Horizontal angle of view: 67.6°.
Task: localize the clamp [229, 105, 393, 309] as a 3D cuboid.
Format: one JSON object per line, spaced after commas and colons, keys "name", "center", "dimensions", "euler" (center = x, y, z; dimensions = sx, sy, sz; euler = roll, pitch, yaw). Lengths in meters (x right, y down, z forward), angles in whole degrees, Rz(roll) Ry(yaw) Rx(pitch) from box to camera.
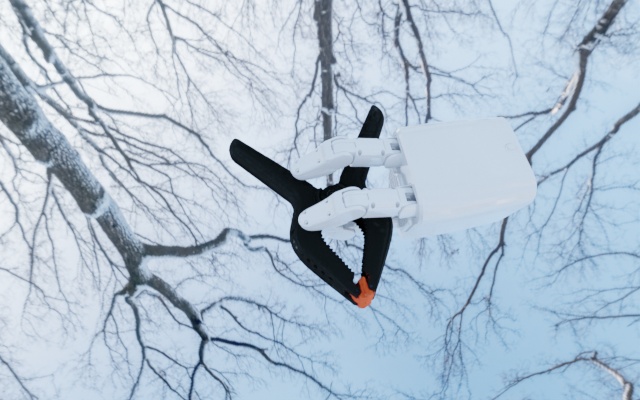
{"name": "clamp", "center": [0.000, 0.002, 0.454], "dimensions": [0.164, 0.209, 0.036], "euler": [-9, -31, -2]}
